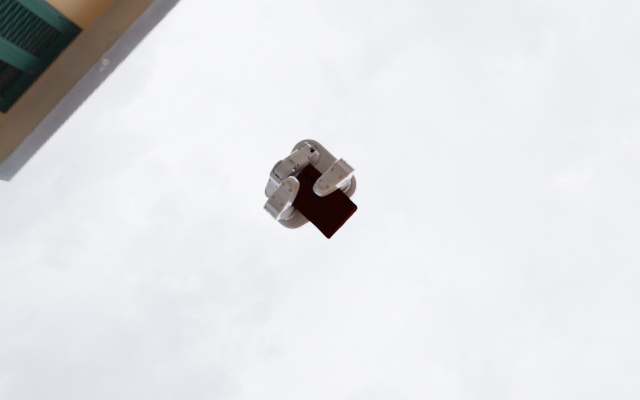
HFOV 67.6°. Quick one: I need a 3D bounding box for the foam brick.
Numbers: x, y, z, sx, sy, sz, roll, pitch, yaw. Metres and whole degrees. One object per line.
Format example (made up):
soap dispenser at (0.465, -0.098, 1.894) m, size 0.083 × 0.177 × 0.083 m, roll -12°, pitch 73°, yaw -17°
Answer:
foam brick at (0.000, 0.002, 0.569) m, size 0.078 × 0.053 × 0.051 m, roll 43°, pitch -1°, yaw 9°
